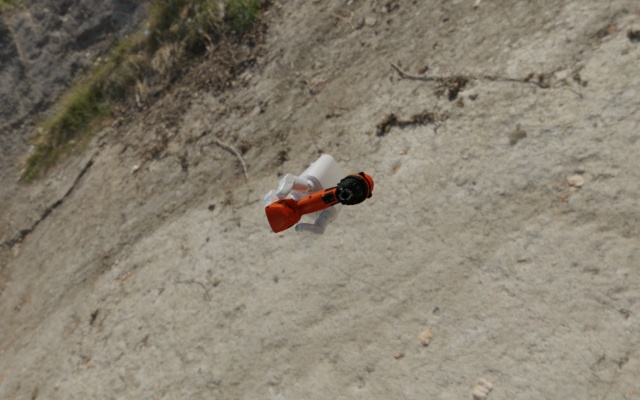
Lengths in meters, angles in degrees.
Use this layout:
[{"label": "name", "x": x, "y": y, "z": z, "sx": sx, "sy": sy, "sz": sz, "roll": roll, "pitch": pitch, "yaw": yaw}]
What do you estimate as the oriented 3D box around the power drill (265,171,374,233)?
[{"label": "power drill", "x": 0.000, "y": 0.003, "z": 0.850, "sx": 0.187, "sy": 0.057, "sz": 0.184, "roll": -19, "pitch": 0, "yaw": 16}]
